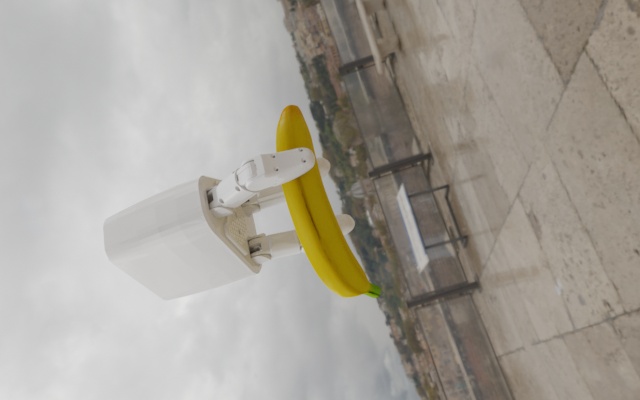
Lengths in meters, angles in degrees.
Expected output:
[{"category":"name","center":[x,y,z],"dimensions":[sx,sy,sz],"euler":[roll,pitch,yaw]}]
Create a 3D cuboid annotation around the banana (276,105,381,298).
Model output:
[{"category":"banana","center":[-0.004,0.006,0.423],"dimensions":[0.037,0.198,0.069],"euler":[-23,-1,17]}]
